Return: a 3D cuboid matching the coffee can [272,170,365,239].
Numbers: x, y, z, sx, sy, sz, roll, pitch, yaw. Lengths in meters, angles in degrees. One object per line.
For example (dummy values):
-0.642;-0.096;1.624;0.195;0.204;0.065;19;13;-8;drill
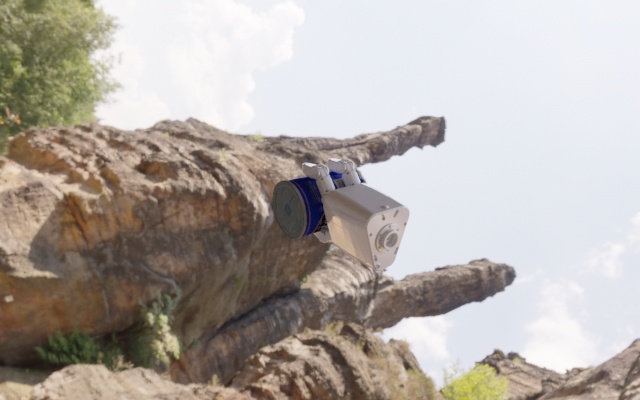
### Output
0.000;0.003;0.852;0.140;0.103;0.103;-14;8;-32;coffee can
